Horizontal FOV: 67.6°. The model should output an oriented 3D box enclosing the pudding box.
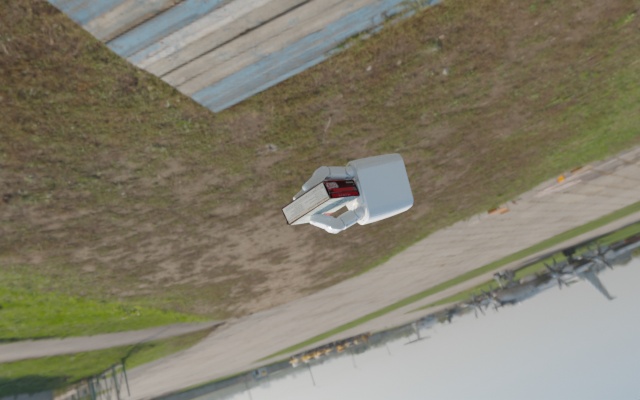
[{"bbox_3d":[0.000,0.003,0.846,0.113,0.039,0.090,-35,-19,35],"label":"pudding box"}]
